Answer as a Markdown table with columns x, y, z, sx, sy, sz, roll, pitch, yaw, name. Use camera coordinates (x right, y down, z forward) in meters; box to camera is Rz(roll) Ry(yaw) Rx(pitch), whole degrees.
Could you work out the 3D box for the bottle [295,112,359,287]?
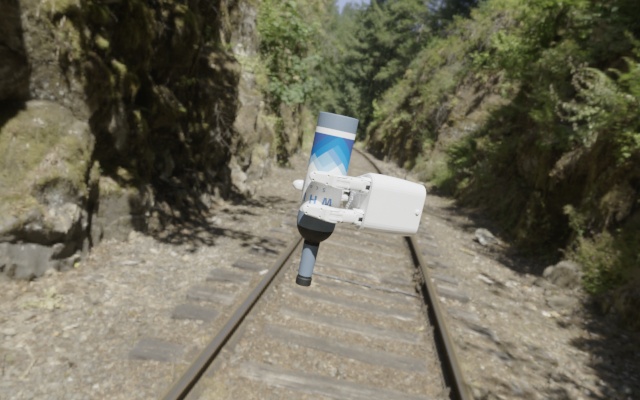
| x | y | z | sx | sy | sz | roll | pitch | yaw | name |
| --- | --- | --- | --- | --- | --- | --- | --- | --- | --- |
| 0.000 | 0.002 | 0.809 | 0.069 | 0.296 | 0.069 | 12 | 8 | -2 | bottle |
